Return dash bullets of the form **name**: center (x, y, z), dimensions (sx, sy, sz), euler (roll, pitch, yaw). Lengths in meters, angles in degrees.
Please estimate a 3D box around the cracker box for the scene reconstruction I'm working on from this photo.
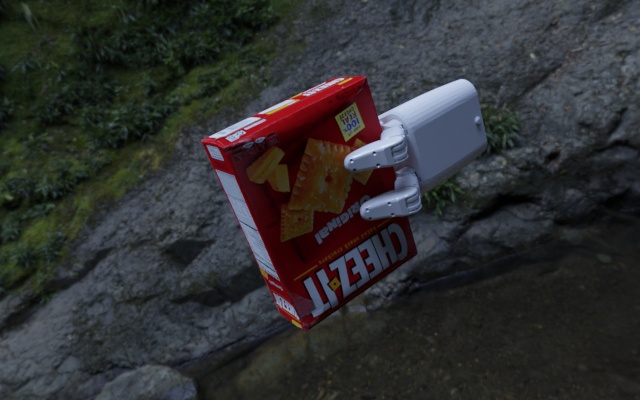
- **cracker box**: center (0.000, 0.001, 0.498), dimensions (0.164, 0.214, 0.072), euler (-30, 24, -22)
